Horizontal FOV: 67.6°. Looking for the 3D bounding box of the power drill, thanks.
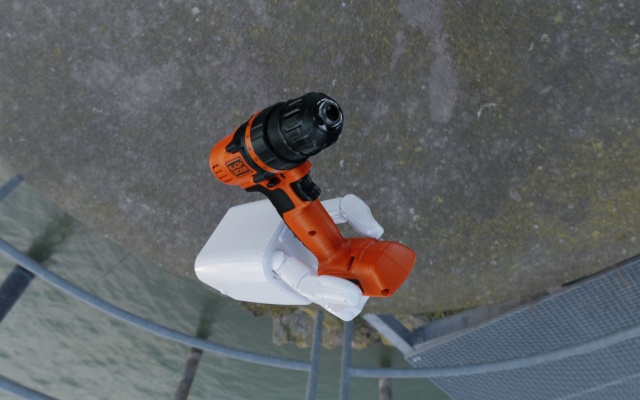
[{"bbox_3d":[0.000,0.002,0.413,0.057,0.188,0.184,-48,19,-27],"label":"power drill"}]
